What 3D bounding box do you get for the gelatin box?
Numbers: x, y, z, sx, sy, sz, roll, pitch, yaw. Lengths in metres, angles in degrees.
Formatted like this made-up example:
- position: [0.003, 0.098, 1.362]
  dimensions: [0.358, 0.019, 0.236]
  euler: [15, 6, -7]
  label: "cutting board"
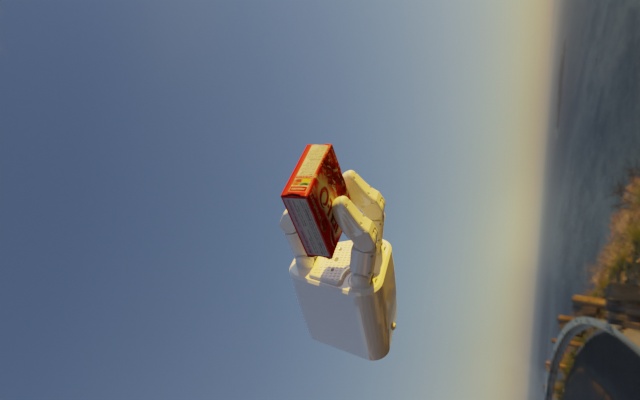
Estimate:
- position: [0.000, 0.001, 0.464]
  dimensions: [0.030, 0.089, 0.073]
  euler: [2, 46, 25]
  label: "gelatin box"
